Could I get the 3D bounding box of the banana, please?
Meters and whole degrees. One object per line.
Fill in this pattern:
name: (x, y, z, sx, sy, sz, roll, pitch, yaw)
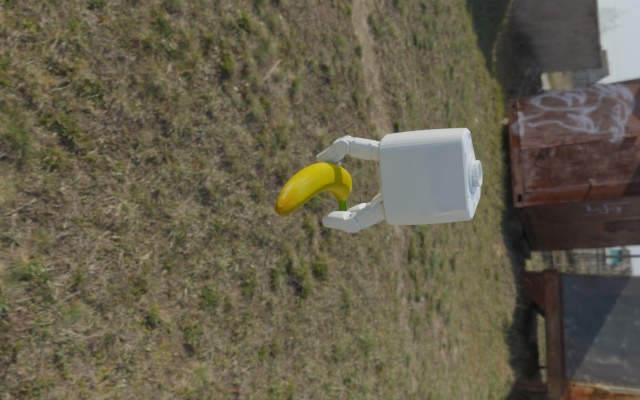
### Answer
banana: (0.001, -0.017, 0.633, 0.037, 0.069, 0.198, -1, -1, 28)
